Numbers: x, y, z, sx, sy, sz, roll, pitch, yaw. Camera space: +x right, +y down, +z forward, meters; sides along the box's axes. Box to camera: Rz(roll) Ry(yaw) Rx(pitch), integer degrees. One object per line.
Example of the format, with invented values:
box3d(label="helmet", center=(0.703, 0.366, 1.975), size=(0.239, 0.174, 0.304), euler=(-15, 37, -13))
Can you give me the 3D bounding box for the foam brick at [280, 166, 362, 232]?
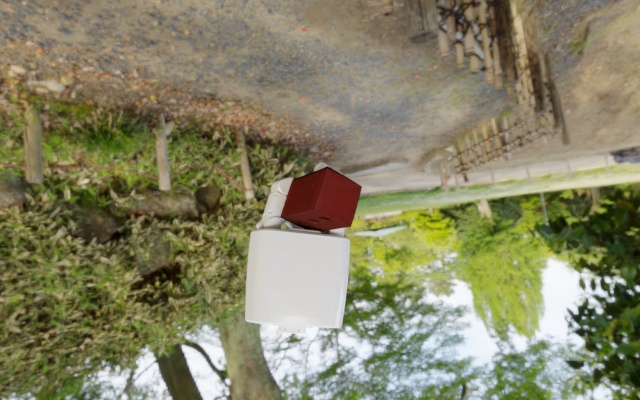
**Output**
box3d(label="foam brick", center=(0.000, 0.002, 0.543), size=(0.053, 0.051, 0.078), euler=(27, -22, -26))
